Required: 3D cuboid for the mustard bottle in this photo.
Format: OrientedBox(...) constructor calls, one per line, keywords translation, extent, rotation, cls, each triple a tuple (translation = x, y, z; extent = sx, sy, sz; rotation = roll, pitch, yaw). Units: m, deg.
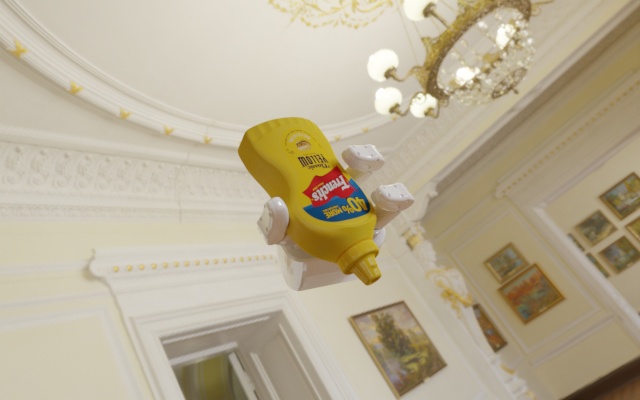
OrientedBox(translation=(0.000, 0.001, 0.476), extent=(0.096, 0.191, 0.058), rotation=(-13, -31, -40), cls="mustard bottle")
